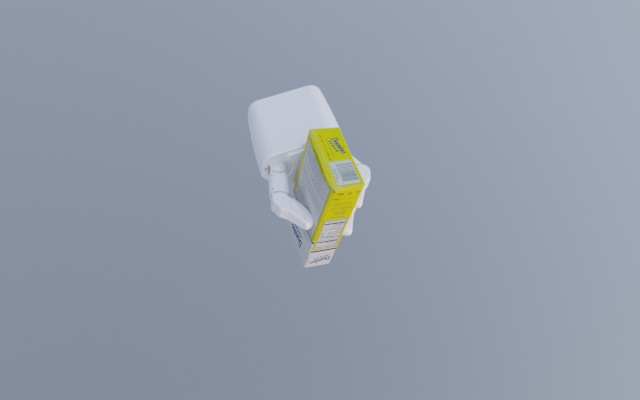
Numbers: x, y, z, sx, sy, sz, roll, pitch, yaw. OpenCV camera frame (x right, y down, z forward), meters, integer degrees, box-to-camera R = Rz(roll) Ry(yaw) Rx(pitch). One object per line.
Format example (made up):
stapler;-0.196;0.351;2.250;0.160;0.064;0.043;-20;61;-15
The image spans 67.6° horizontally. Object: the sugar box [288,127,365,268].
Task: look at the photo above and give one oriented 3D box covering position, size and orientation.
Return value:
sugar box;0.001;0.002;0.609;0.048;0.093;0.176;-9;-33;-18
